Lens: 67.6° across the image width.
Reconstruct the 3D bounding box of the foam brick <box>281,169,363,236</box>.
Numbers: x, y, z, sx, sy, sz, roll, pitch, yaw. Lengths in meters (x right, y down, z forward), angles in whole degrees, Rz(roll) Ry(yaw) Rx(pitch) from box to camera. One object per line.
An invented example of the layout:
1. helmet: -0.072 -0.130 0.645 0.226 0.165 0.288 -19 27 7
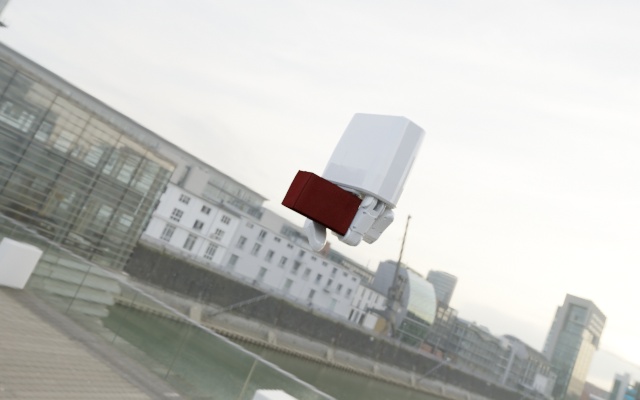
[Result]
1. foam brick: 0.000 0.002 0.590 0.078 0.051 0.053 28 -3 -23
